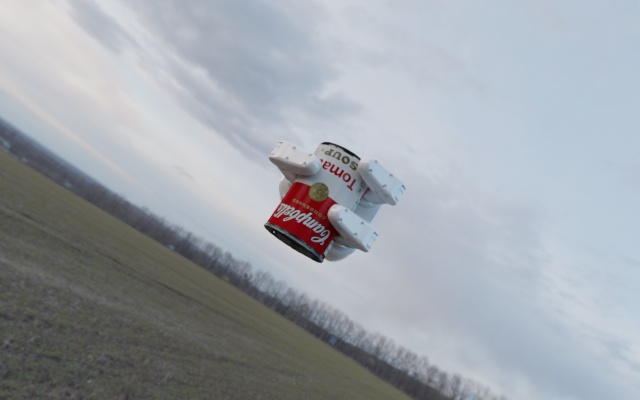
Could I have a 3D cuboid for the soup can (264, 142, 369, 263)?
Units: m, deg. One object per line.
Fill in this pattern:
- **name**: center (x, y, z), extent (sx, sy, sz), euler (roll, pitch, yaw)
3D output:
- **soup can**: center (0.000, 0.001, 0.475), extent (0.068, 0.102, 0.068), euler (31, -13, 8)
